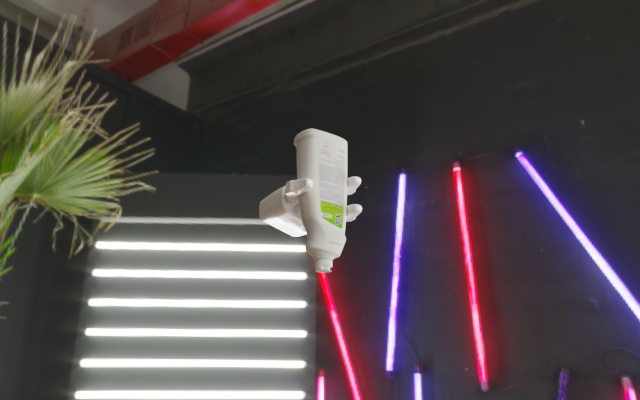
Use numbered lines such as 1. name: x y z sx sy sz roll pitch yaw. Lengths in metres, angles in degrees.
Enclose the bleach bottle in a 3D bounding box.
1. bleach bottle: 0.000 0.003 0.867 0.102 0.250 0.068 13 -21 -33
